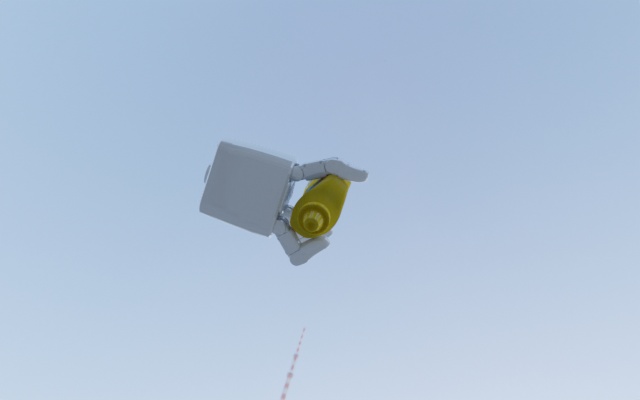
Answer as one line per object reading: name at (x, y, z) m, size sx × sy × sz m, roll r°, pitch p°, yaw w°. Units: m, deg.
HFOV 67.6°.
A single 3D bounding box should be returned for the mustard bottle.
mustard bottle at (0.000, 0.002, 0.663) m, size 0.058 × 0.096 × 0.191 m, roll 41°, pitch 17°, yaw -5°
